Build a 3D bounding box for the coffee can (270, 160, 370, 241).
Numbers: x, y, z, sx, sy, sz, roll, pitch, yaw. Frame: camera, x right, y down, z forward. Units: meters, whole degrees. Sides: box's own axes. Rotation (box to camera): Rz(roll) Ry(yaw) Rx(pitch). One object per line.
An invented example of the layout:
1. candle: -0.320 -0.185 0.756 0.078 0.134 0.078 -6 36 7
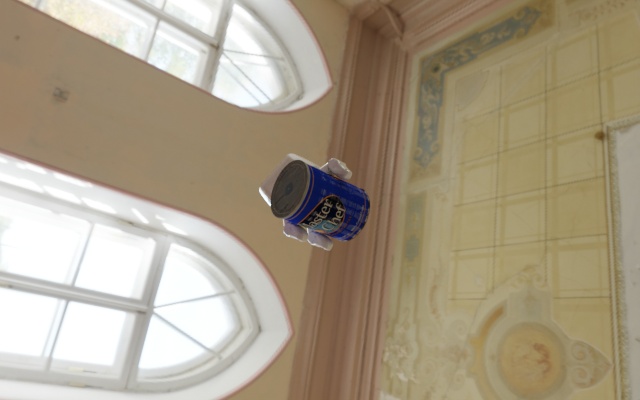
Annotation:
1. coffee can: 0.000 0.003 0.822 0.140 0.103 0.103 23 -13 -33
